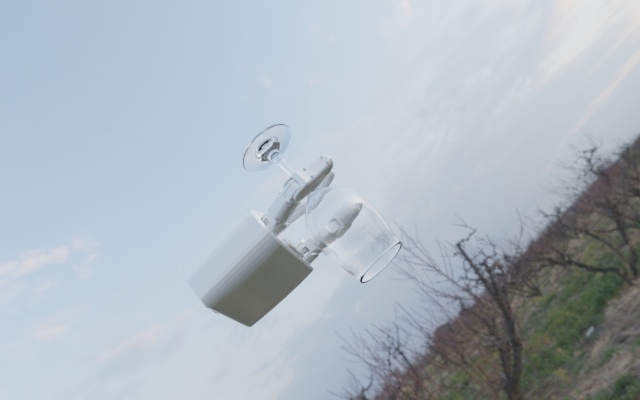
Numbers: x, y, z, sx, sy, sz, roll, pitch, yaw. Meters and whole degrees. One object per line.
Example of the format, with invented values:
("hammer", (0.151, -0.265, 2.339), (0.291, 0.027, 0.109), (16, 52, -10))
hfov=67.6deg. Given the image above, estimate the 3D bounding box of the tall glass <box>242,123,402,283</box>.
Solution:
("tall glass", (0.000, 0.001, 0.546), (0.201, 0.079, 0.079), (45, 20, 21))
